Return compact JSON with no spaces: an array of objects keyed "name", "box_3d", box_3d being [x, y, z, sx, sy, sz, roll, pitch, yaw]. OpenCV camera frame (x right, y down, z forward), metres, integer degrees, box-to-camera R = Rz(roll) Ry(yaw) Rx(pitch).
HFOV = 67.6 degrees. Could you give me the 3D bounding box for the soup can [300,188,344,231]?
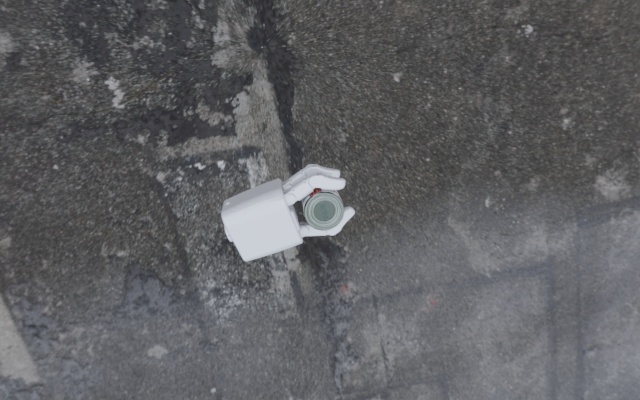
[{"name":"soup can","box_3d":[0.001,0.003,0.812,0.068,0.068,0.102,0,18,-7]}]
